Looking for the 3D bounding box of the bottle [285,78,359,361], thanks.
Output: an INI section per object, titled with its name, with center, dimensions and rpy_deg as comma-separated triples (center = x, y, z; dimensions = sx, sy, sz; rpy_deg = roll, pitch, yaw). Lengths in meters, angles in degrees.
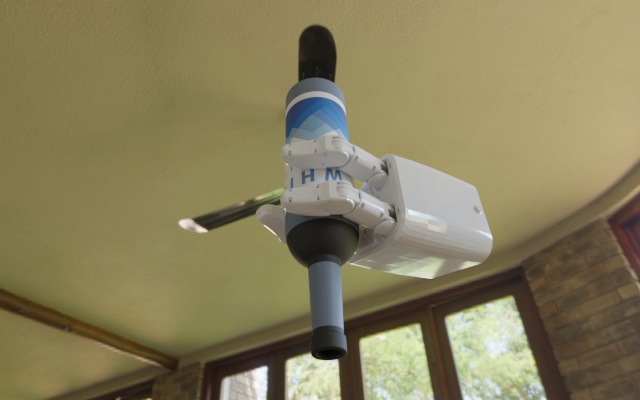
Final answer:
[bottle]
center = 0.000, 0.001, 0.450
dimensions = 0.069, 0.295, 0.069
rpy_deg = -2, -39, -2
